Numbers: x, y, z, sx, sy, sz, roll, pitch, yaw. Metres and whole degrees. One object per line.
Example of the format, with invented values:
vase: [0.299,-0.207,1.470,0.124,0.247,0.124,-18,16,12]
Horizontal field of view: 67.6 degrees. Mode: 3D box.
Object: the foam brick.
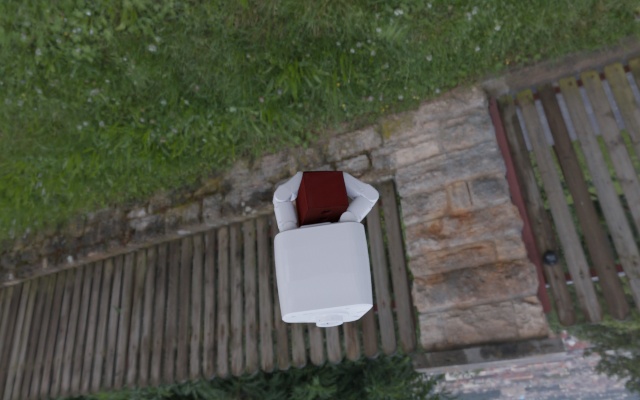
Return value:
foam brick: [0.000,0.002,0.616,0.053,0.051,0.078,-3,-25,-12]
